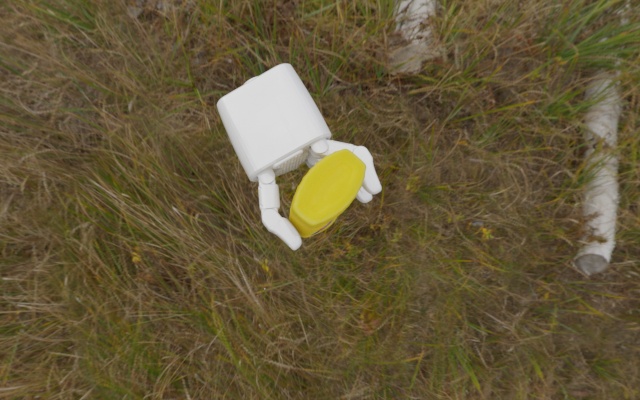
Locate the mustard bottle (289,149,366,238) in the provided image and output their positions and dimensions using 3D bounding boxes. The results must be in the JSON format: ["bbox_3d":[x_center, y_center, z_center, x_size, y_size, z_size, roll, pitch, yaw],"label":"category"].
[{"bbox_3d":[0.000,0.002,0.603,0.058,0.096,0.192,39,-12,2],"label":"mustard bottle"}]
